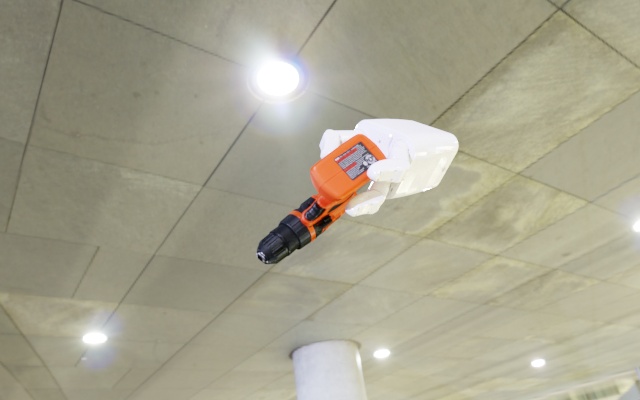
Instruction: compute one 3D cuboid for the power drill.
[{"bbox_3d":[0.000,0.002,0.640,0.184,0.057,0.188,-39,-7,-29],"label":"power drill"}]
